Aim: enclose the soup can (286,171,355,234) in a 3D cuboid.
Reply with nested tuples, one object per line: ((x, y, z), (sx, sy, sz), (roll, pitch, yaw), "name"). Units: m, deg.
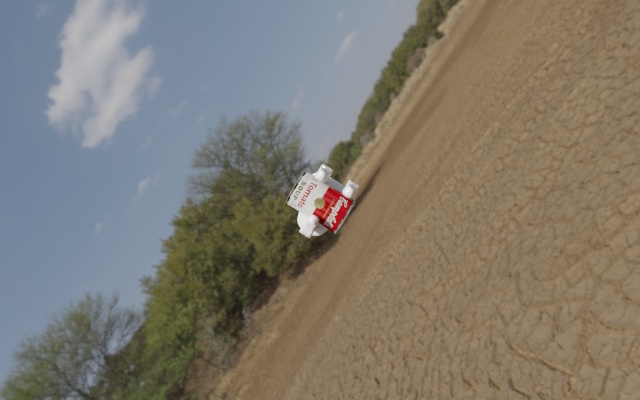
((0.000, 0.003, 0.829), (0.102, 0.068, 0.068), (32, 1, 1), "soup can")
